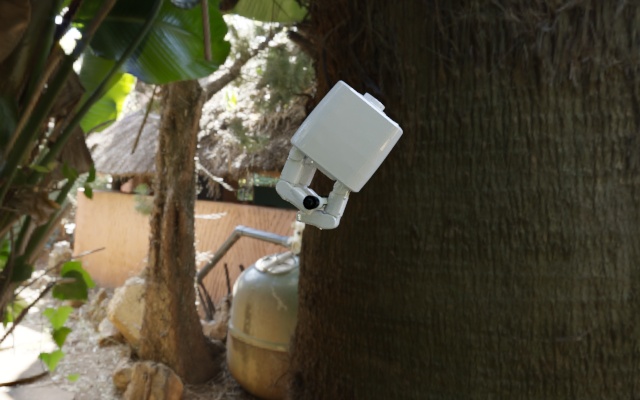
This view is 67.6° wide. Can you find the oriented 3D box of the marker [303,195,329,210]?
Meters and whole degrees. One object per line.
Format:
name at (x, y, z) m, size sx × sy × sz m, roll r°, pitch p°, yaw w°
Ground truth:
marker at (0.000, 0.002, 0.651) m, size 0.020 × 0.020 × 0.121 m, roll 0°, pitch 0°, yaw 14°
